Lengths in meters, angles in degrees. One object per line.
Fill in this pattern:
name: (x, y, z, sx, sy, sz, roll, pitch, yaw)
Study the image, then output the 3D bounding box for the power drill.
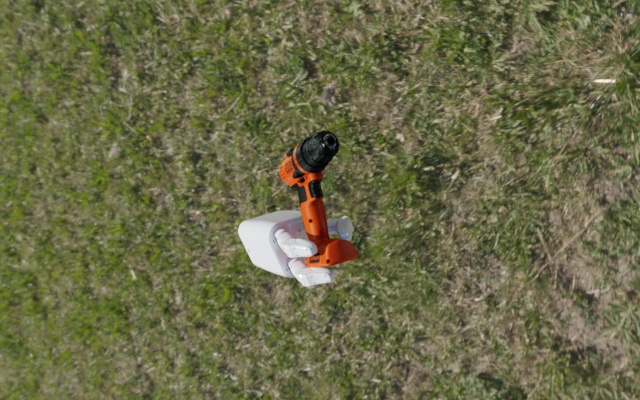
power drill: (0.000, 0.003, 0.709, 0.057, 0.187, 0.184, -12, -6, -20)
